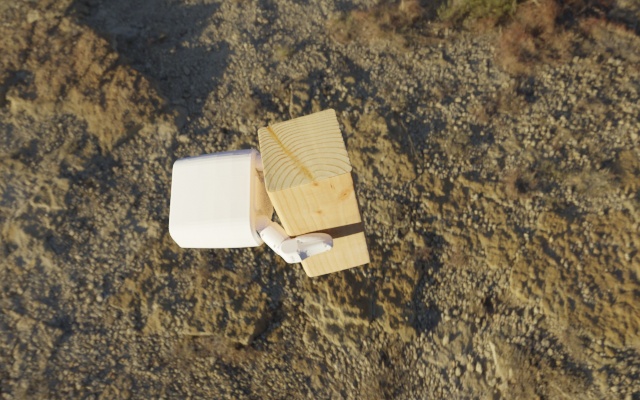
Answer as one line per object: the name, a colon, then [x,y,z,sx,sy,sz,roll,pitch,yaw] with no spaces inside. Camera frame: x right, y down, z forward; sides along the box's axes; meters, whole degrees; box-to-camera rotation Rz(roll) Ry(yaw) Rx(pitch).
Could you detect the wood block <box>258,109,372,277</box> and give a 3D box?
wood block: [0.000,0.002,0.577,0.090,0.090,0.206,-14,-34,3]
